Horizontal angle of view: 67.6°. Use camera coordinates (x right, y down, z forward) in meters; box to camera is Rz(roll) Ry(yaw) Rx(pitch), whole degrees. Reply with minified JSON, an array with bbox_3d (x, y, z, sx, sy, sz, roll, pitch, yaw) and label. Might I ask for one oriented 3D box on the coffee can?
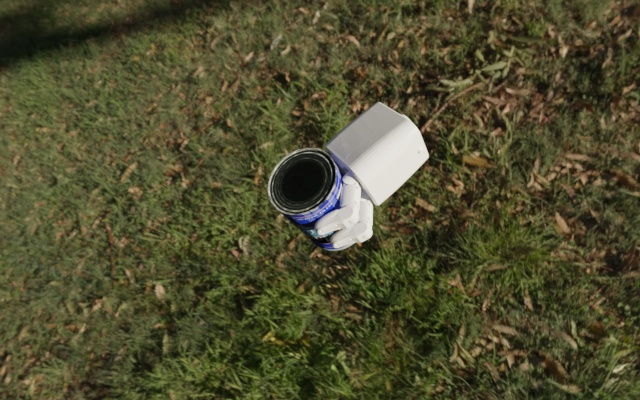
[{"bbox_3d":[0.000,0.002,0.698,0.103,0.102,0.140,0,-25,25],"label":"coffee can"}]
